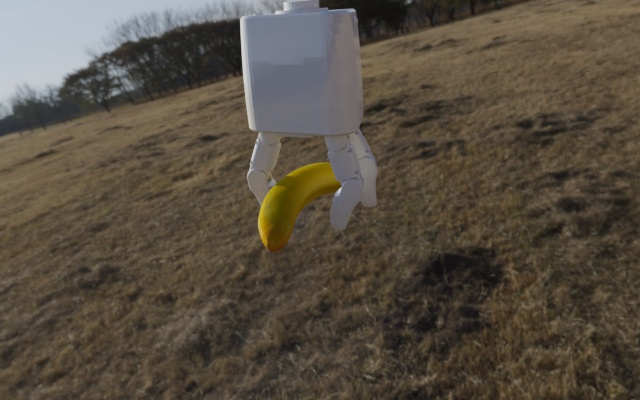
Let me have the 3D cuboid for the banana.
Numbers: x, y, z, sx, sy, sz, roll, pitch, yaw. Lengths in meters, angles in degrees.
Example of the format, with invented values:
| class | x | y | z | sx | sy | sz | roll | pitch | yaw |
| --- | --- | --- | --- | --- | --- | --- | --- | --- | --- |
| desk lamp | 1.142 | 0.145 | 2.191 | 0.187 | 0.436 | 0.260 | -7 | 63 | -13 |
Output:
| class | x | y | z | sx | sy | sz | roll | pitch | yaw |
| --- | --- | --- | --- | --- | --- | --- | --- | --- | --- |
| banana | -0.014 | -0.005 | 0.499 | 0.069 | 0.037 | 0.197 | 21 | 29 | 26 |
